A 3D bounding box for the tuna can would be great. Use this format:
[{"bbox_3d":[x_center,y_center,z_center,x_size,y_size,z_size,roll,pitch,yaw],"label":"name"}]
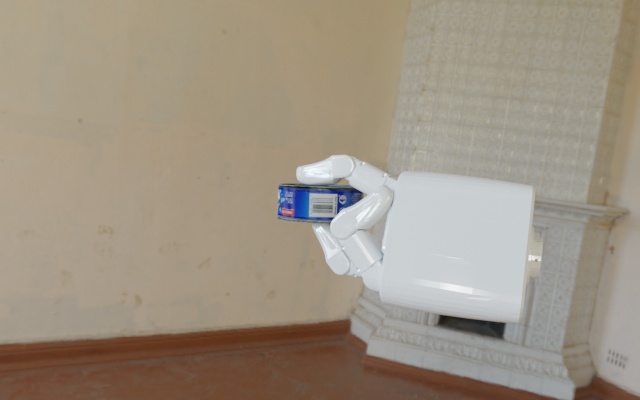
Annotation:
[{"bbox_3d":[0.000,0.001,0.470,0.086,0.034,0.086,2,4,0],"label":"tuna can"}]
